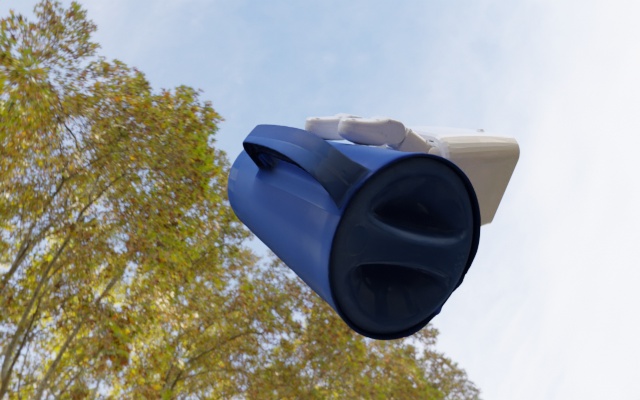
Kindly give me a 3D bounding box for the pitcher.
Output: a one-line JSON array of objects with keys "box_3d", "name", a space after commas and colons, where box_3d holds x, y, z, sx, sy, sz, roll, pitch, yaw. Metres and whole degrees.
[{"box_3d": [0.000, 0.001, 0.416, 0.145, 0.149, 0.242, -9, 18, -29], "name": "pitcher"}]
